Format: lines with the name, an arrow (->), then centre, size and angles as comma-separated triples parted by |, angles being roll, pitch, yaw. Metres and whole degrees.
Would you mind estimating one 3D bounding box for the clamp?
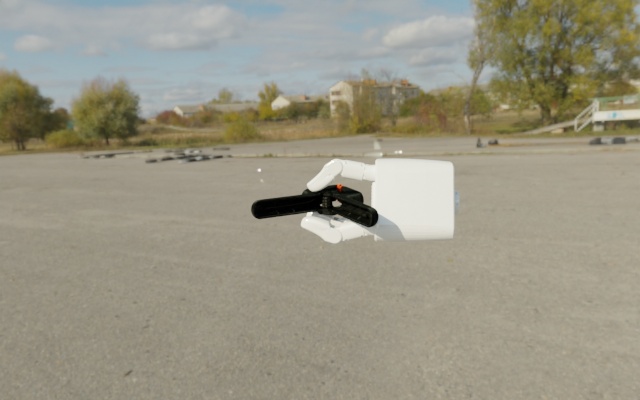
clamp -> 0.000, 0.001, 0.687 | 0.164, 0.036, 0.210 | 4, 10, 6
